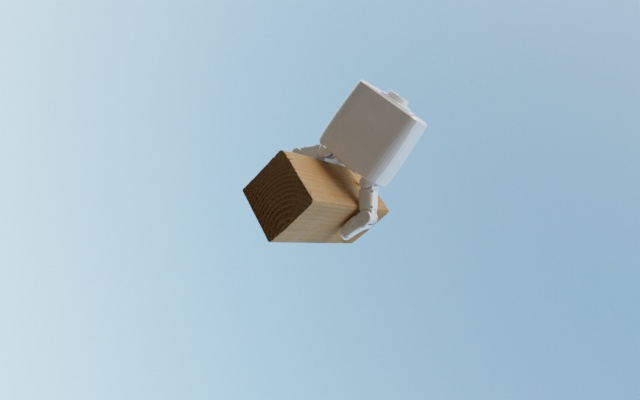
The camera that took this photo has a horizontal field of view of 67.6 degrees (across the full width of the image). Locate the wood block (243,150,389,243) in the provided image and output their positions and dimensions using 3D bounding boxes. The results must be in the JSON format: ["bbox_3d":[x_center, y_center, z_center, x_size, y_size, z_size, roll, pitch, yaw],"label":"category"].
[{"bbox_3d":[0.001,0.002,0.700,0.090,0.090,0.206,-43,-27,24],"label":"wood block"}]
